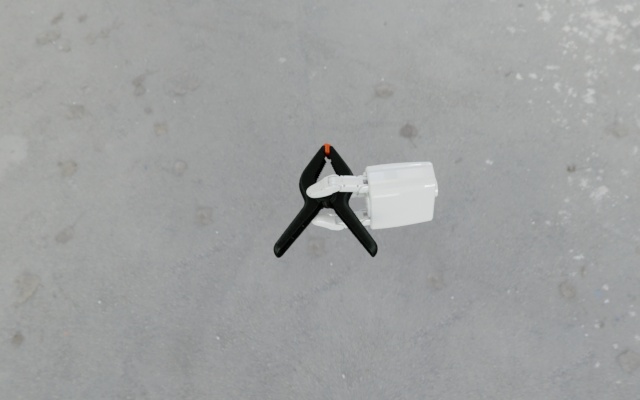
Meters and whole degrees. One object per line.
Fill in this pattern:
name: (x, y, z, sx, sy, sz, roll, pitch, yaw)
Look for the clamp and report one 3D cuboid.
clamp: (0.000, 0.002, 0.790, 0.164, 0.210, 0.036, -7, -26, 3)
